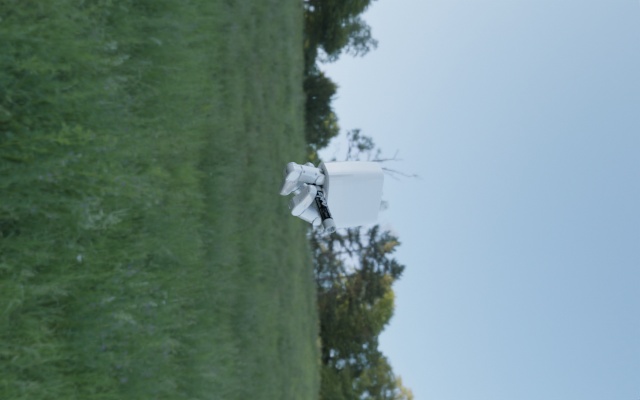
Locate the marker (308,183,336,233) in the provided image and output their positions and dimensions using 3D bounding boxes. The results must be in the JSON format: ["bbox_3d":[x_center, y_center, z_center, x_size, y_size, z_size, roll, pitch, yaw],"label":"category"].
[{"bbox_3d":[0.000,0.003,0.777,0.020,0.121,0.020,-11,-42,-10],"label":"marker"}]
